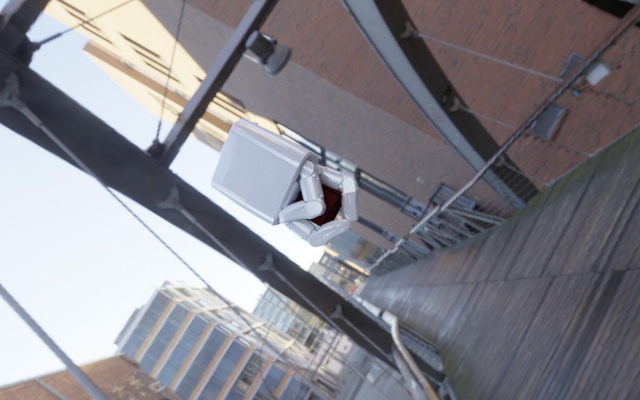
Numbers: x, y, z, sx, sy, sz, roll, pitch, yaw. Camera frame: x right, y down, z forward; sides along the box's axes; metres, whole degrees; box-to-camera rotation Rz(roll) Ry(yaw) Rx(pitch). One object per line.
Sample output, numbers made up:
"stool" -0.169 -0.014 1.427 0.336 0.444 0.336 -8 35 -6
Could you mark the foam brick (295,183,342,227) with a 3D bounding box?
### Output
"foam brick" 0.000 0.002 0.672 0.051 0.053 0.078 29 5 8
